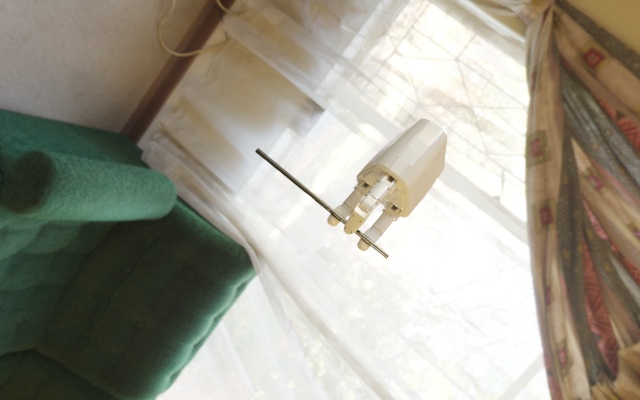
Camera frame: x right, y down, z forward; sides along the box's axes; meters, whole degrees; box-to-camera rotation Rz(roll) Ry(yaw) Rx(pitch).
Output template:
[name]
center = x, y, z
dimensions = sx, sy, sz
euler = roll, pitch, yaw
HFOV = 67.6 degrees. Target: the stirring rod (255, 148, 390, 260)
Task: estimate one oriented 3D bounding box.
[stirring rod]
center = 0.000, 0.002, 0.666
dimensions = 0.239, 0.011, 0.011
euler = 39, 8, 10
